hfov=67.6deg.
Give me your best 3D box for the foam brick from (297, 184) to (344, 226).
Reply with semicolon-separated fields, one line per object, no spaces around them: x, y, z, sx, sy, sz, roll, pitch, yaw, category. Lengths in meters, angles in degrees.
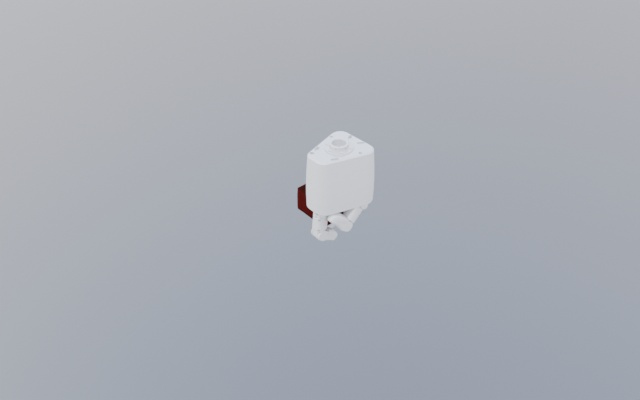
0.000;0.003;0.890;0.053;0.051;0.078;-29;46;-31;foam brick
